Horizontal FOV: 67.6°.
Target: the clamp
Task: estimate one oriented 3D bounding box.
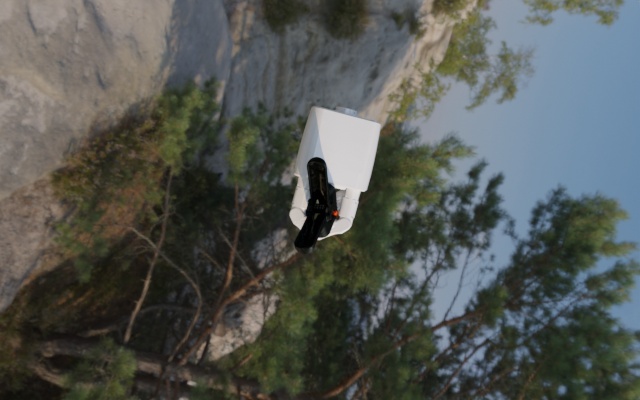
[{"bbox_3d":[0.001,0.002,0.656,0.039,0.120,0.171,14,6,7],"label":"clamp"}]
